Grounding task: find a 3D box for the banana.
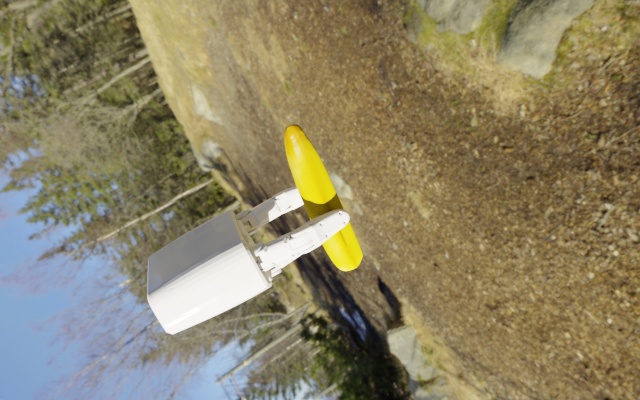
[{"bbox_3d":[0.006,0.014,0.510,0.037,0.198,0.069,-26,35,-1],"label":"banana"}]
